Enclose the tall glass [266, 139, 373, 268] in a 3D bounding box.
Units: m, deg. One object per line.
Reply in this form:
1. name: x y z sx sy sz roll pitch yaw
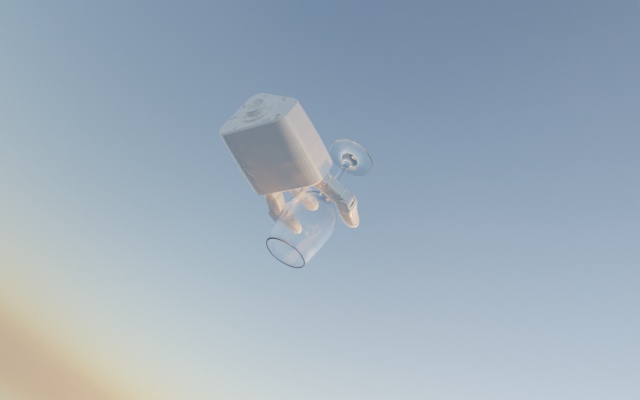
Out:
1. tall glass: 0.001 0.002 0.694 0.079 0.079 0.201 0 44 42
